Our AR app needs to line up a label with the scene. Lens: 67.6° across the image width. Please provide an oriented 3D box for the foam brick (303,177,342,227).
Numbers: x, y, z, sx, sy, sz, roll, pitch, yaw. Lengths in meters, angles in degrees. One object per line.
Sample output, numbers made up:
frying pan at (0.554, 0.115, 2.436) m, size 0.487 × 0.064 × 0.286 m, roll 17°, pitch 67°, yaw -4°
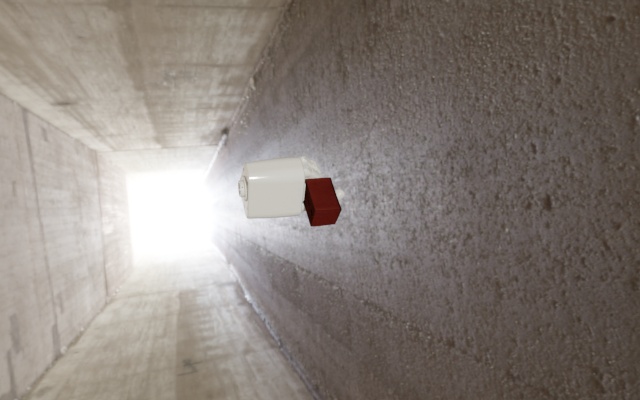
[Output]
foam brick at (0.000, 0.003, 0.898) m, size 0.051 × 0.078 × 0.053 m, roll -5°, pitch -36°, yaw -19°
